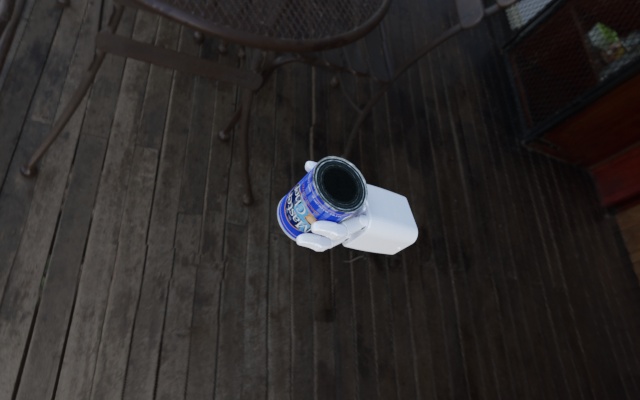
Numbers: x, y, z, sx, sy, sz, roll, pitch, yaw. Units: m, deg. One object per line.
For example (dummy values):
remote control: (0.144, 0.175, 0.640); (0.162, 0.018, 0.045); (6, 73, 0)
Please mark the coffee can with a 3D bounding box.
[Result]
coffee can: (0.000, 0.003, 0.819); (0.103, 0.102, 0.140); (0, -25, -31)
